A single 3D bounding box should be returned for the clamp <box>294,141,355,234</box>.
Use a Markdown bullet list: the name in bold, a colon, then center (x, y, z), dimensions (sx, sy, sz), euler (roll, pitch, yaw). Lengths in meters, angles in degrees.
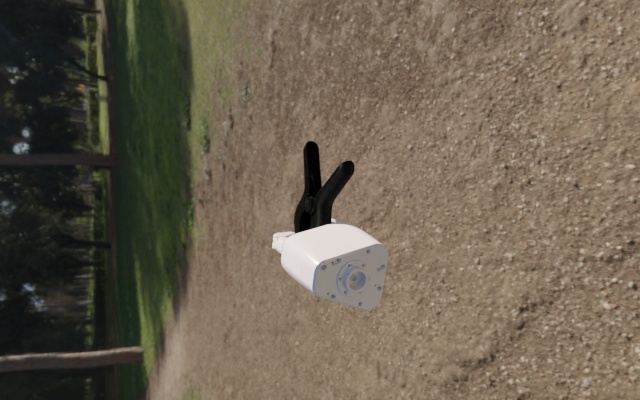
- **clamp**: center (-0.001, 0.002, 0.707), dimensions (0.039, 0.171, 0.120), euler (2, 11, -27)
